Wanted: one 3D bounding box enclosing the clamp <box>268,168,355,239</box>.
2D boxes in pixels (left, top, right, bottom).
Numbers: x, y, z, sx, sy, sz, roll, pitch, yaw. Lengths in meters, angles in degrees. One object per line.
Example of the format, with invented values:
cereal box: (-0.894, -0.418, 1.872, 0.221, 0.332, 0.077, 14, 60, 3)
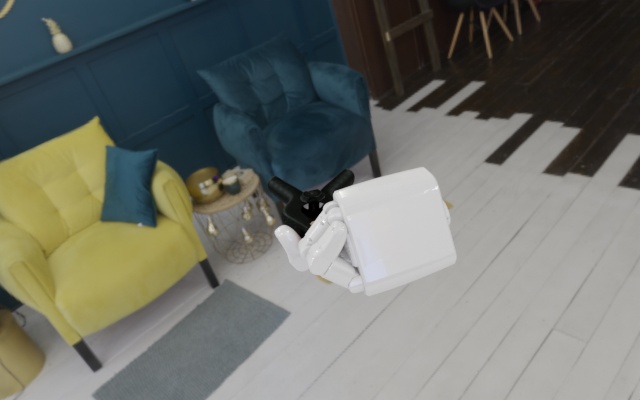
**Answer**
clamp: (0.000, 0.002, 0.607, 0.120, 0.039, 0.171, -15, 31, -5)
